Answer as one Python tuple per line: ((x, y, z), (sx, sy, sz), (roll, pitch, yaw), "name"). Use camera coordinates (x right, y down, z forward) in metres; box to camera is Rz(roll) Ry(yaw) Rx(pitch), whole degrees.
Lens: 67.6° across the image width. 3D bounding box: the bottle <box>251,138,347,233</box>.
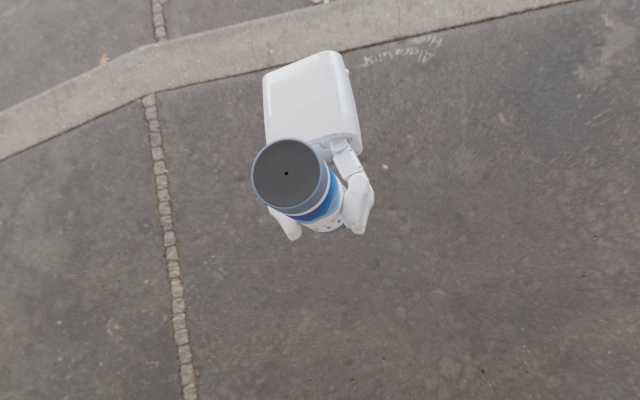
((0.000, 0.002, 0.563), (0.069, 0.069, 0.296), (0, -10, 12), "bottle")
